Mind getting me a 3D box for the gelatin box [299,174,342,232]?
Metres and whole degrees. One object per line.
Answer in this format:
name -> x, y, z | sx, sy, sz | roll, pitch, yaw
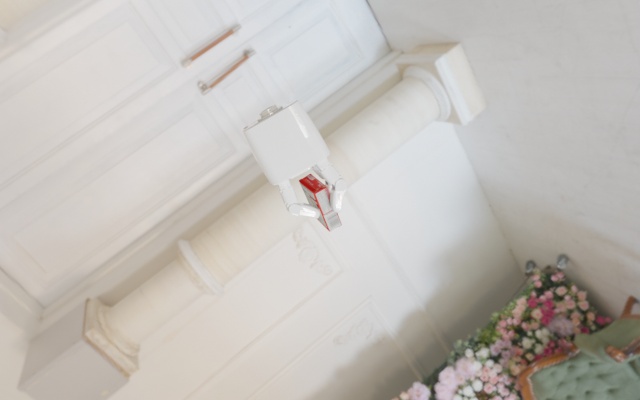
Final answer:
gelatin box -> 0.000, 0.003, 0.868 | 0.030, 0.089, 0.073 | -29, 29, -12
